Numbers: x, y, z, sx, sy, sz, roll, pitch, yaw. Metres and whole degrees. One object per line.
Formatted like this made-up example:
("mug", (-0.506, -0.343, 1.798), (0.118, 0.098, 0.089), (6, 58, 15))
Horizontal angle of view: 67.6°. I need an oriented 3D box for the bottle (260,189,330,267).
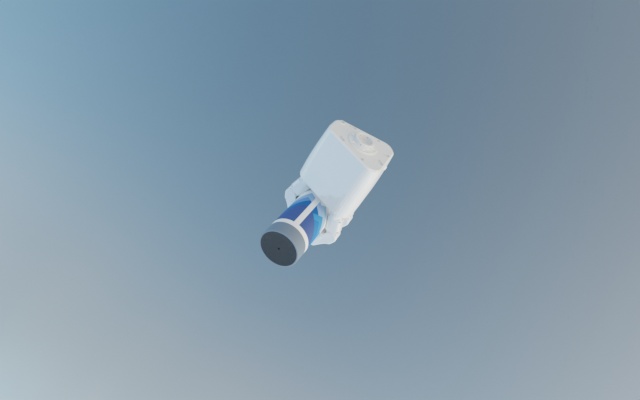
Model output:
("bottle", (0.000, 0.003, 0.824), (0.069, 0.069, 0.295), (0, 28, 29))
